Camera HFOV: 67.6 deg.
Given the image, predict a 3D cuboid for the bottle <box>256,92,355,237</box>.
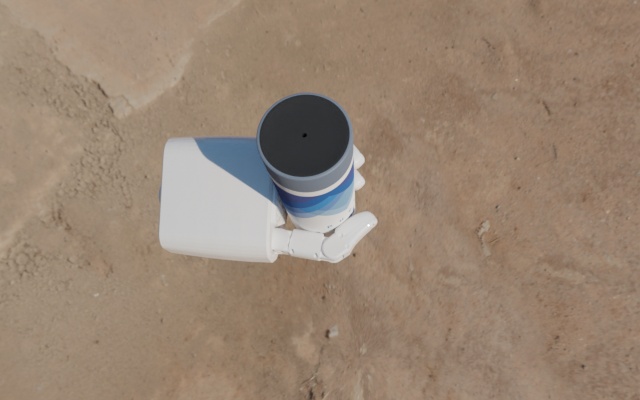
[{"bbox_3d":[0.000,0.001,0.463,0.069,0.069,0.296,0,-18,5],"label":"bottle"}]
